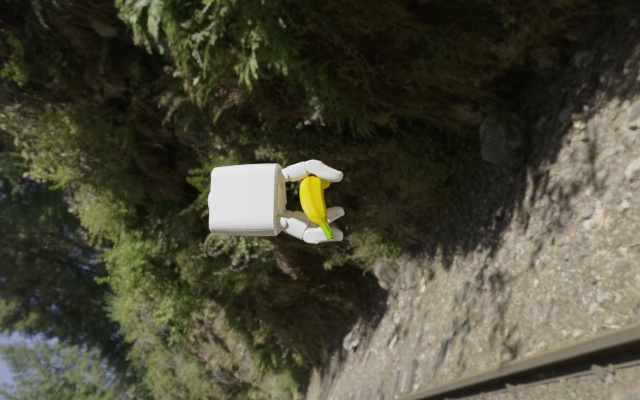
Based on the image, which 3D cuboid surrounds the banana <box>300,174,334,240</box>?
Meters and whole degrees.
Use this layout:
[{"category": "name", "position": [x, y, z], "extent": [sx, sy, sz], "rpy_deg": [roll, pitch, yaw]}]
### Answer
[{"category": "banana", "position": [-0.007, -0.011, 0.769], "extent": [0.037, 0.070, 0.197], "rpy_deg": [-19, 26, 11]}]
